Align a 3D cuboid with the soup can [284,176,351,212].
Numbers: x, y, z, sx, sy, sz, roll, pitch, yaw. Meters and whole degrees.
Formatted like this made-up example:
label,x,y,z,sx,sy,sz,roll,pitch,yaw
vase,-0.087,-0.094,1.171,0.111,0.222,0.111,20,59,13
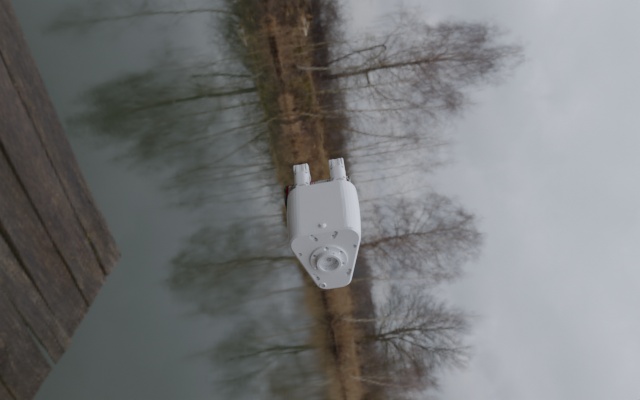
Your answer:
label,x,y,z,sx,sy,sz,roll,pitch,yaw
soup can,0.000,0.002,0.736,0.102,0.068,0.068,-9,-1,4
